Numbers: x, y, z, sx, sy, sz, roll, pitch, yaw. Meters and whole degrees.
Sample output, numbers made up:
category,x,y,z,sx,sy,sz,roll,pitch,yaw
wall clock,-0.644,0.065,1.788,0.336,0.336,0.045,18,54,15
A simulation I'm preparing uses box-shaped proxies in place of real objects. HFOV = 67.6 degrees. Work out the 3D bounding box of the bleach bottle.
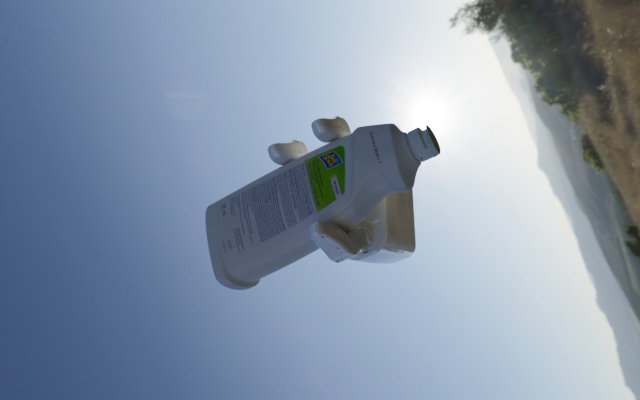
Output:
category,x,y,z,sx,sy,sz,roll,pitch,yaw
bleach bottle,0.000,0.001,0.474,0.251,0.102,0.068,-25,-24,24
